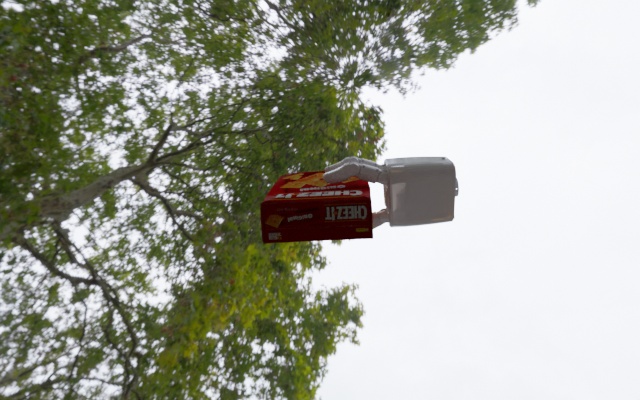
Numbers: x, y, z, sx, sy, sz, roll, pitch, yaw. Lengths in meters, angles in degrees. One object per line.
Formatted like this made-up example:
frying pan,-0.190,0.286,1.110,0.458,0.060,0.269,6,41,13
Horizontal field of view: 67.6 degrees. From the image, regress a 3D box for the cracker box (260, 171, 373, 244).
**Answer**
cracker box,0.000,0.003,0.788,0.164,0.072,0.213,-3,13,4
